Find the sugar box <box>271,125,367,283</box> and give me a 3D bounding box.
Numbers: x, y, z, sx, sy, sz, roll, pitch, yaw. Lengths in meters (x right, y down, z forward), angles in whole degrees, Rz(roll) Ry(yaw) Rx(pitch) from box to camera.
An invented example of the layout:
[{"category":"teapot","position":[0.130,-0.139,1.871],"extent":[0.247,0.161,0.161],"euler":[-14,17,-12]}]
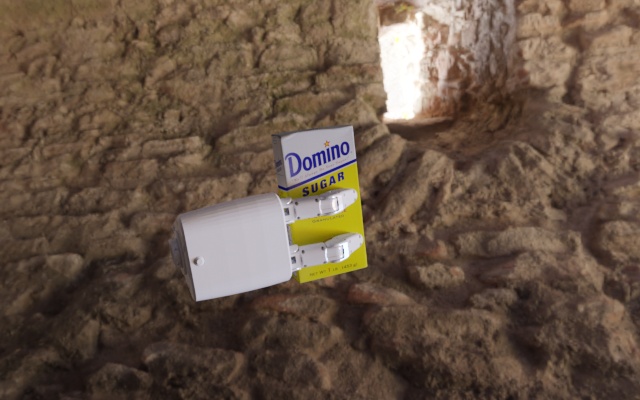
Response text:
[{"category":"sugar box","position":[0.000,0.002,0.575],"extent":[0.093,0.176,0.048],"euler":[-11,14,-19]}]
